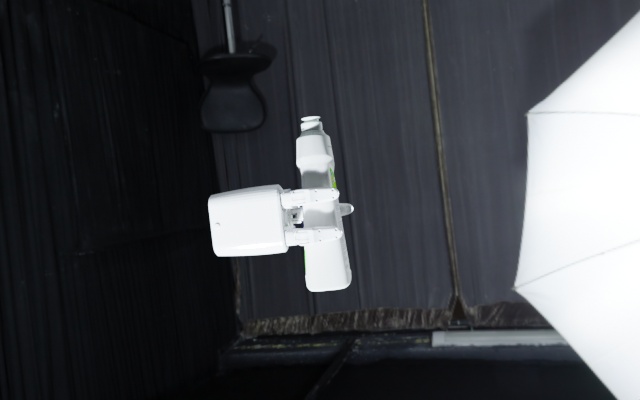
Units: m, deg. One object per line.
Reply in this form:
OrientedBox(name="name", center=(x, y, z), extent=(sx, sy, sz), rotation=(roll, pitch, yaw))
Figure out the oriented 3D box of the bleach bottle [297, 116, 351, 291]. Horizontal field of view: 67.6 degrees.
OrientedBox(name="bleach bottle", center=(0.000, 0.002, 0.717), extent=(0.068, 0.251, 0.102), rotation=(-6, 1, 4))
